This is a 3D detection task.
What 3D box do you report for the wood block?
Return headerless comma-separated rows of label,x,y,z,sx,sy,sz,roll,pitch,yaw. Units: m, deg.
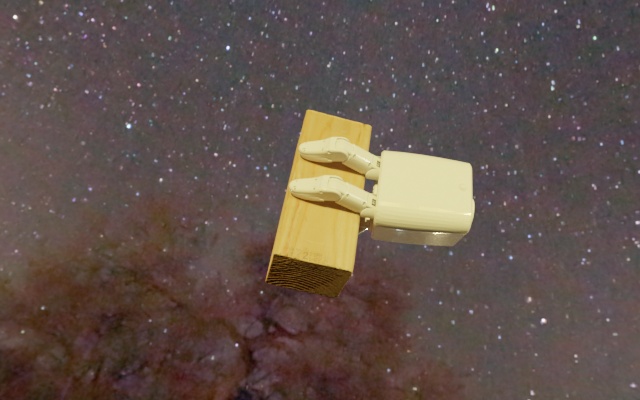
wood block,0.000,0.002,0.593,0.090,0.206,0.091,13,-32,-4
